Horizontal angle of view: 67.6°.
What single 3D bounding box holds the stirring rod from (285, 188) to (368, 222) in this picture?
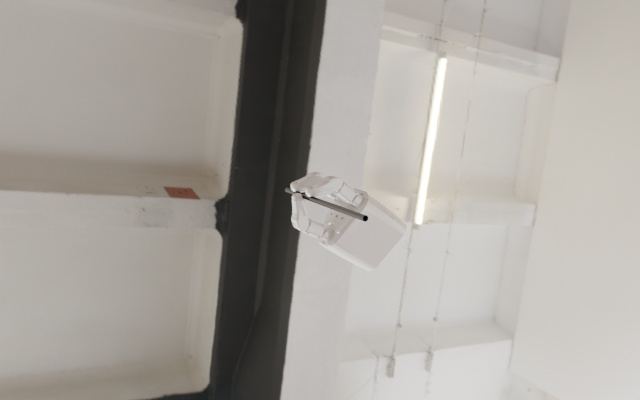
[{"bbox_3d":[0.000,0.002,0.700,0.011,0.011,0.239,0,10,-28],"label":"stirring rod"}]
